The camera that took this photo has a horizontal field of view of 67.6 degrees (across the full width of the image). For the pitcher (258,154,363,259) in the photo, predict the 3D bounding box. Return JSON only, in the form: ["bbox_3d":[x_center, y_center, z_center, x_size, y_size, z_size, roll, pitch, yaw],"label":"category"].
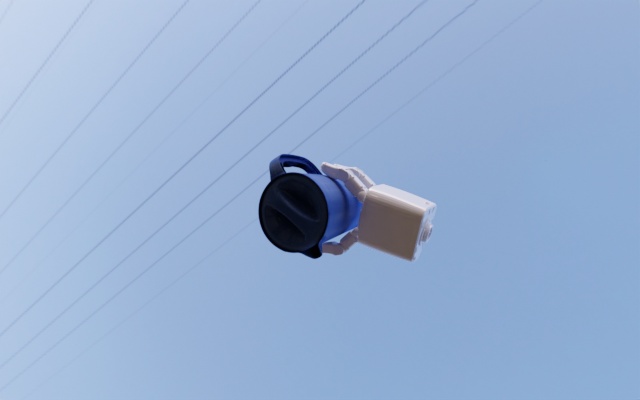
[{"bbox_3d":[0.000,0.003,0.880,0.145,0.149,0.243,19,12,23],"label":"pitcher"}]
